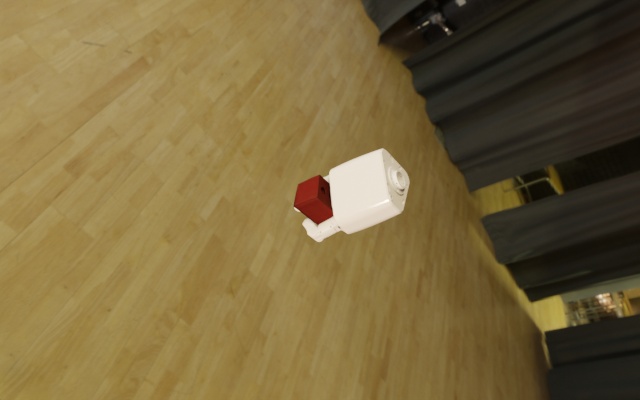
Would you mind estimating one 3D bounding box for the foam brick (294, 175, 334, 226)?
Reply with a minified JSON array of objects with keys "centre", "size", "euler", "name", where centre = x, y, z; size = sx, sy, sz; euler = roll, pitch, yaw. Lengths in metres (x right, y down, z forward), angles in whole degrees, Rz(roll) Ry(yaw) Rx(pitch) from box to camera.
[{"centre":[0.000,0.003,0.827],"size":[0.051,0.053,0.078],"euler":[-23,-47,33],"name":"foam brick"}]
